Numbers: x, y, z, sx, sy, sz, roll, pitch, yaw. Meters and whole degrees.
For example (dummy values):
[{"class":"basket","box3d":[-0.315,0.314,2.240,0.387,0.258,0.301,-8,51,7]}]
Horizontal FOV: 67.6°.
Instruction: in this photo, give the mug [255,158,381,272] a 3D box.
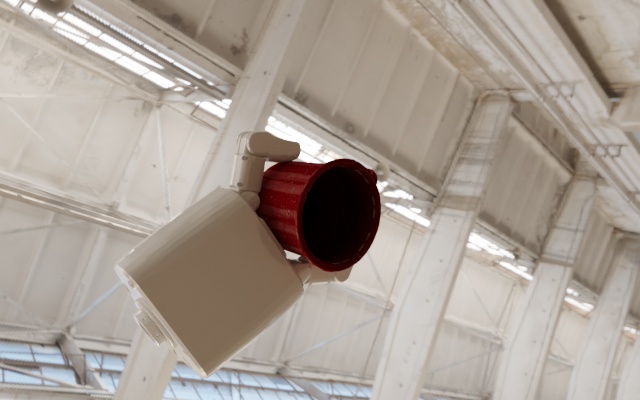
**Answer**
[{"class":"mug","box3d":[0.001,0.001,0.423,0.117,0.093,0.081,-38,29,-30]}]
